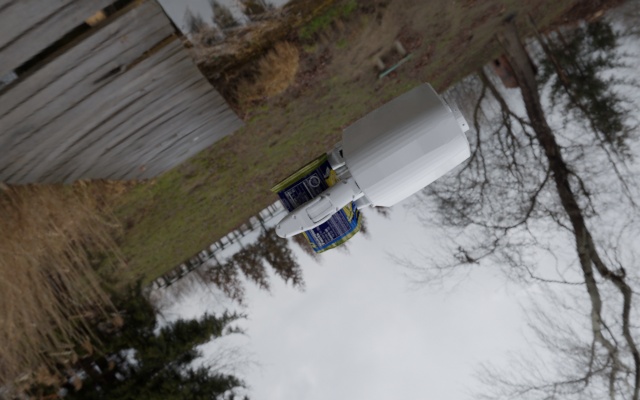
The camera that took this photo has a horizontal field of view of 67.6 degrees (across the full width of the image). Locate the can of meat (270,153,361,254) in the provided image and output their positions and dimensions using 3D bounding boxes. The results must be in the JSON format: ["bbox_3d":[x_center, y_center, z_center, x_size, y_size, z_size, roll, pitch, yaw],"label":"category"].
[{"bbox_3d":[0.000,0.002,0.510,0.057,0.084,0.102,-31,6,12],"label":"can of meat"}]
